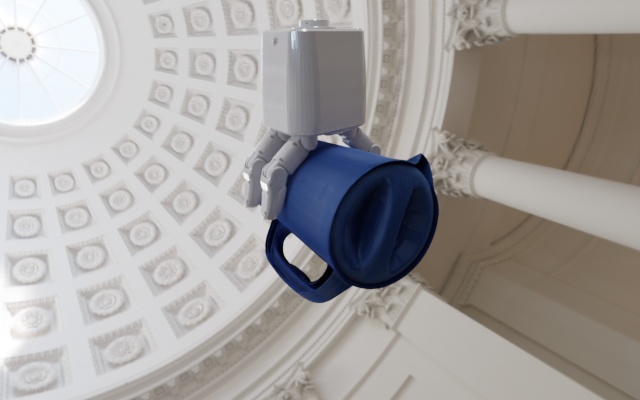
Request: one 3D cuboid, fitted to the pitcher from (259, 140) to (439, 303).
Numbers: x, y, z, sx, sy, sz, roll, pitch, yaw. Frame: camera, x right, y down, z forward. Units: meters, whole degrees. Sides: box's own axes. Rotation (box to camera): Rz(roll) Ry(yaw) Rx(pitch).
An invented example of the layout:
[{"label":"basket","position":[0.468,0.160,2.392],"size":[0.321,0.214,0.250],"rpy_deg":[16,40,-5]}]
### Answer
[{"label":"pitcher","position":[0.000,0.002,0.552],"size":[0.149,0.145,0.242],"rpy_deg":[-12,22,-29]}]
